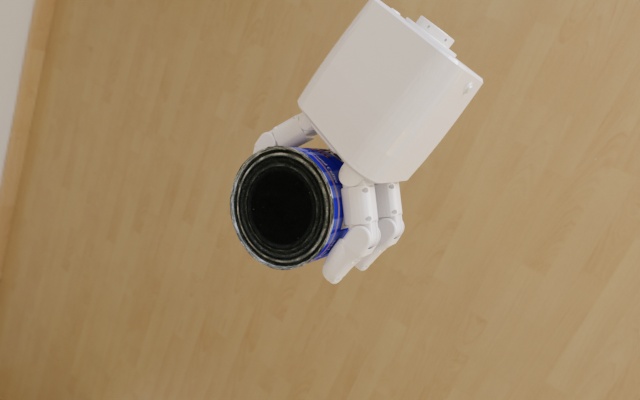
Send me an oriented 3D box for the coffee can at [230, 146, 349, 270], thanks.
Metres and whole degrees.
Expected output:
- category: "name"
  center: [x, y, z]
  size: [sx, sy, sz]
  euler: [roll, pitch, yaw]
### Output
- category: "coffee can"
  center: [0.000, 0.002, 0.449]
  size: [0.103, 0.103, 0.140]
  euler: [0, 4, 30]
